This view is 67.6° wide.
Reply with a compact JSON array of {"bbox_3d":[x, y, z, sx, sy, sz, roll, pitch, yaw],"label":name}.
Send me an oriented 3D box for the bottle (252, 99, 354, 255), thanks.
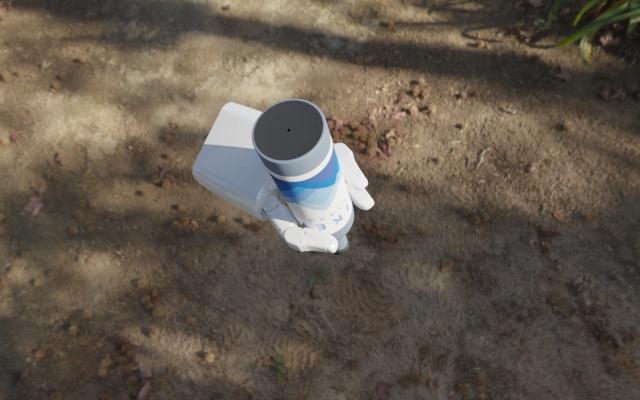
[{"bbox_3d":[0.000,0.002,0.541,0.069,0.069,0.296,0,-25,12],"label":"bottle"}]
